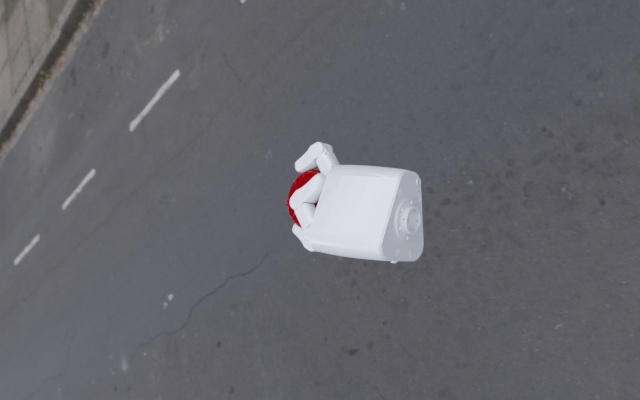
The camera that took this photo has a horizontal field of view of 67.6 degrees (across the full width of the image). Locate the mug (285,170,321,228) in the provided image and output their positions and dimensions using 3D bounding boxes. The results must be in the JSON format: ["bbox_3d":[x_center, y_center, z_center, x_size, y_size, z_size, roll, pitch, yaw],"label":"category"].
[{"bbox_3d":[-0.001,0.002,0.674,0.117,0.093,0.081,3,-4,42],"label":"mug"}]
